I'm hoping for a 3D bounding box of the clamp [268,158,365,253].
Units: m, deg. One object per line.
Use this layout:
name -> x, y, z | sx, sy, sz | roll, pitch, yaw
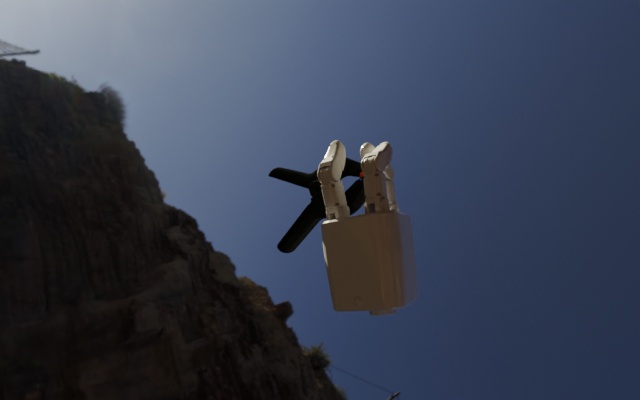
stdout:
clamp -> 0.001, 0.002, 0.613 | 0.171, 0.120, 0.039 | -12, -10, 38
